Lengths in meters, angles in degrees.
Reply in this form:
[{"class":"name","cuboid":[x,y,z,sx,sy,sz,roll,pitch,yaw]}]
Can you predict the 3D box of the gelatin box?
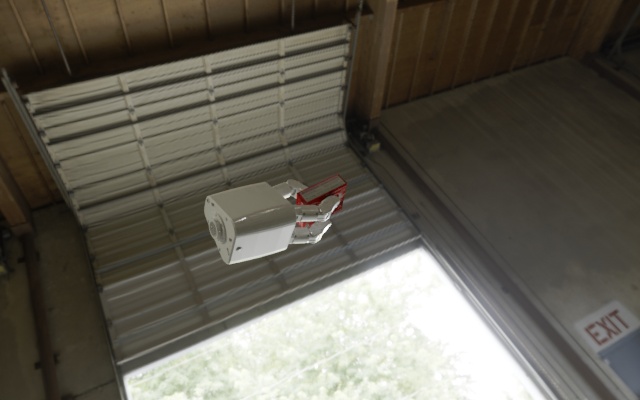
[{"class":"gelatin box","cuboid":[0.000,0.002,0.828,0.089,0.030,0.073,-26,-32,-25]}]
